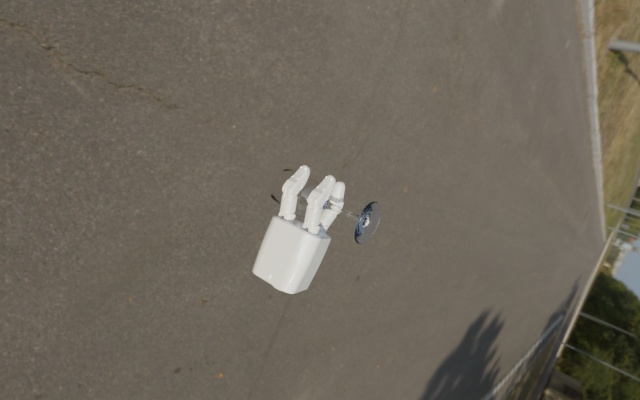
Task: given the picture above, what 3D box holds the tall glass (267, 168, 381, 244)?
[{"bbox_3d":[0.001,0.003,0.828,0.201,0.079,0.079,24,13,32],"label":"tall glass"}]
